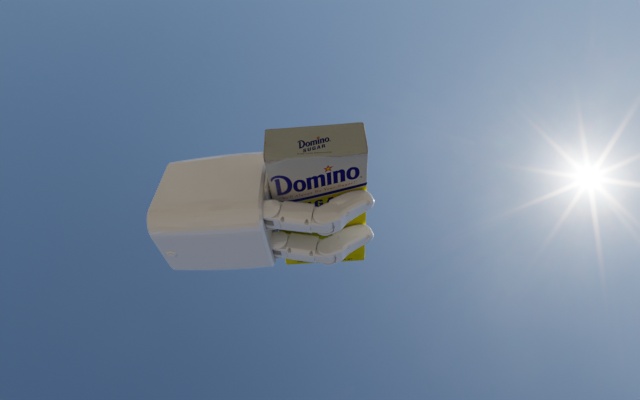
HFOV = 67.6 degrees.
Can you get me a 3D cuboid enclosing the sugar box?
[{"bbox_3d":[0.000,0.002,0.485,0.093,0.048,0.176,-4,-36,2],"label":"sugar box"}]
